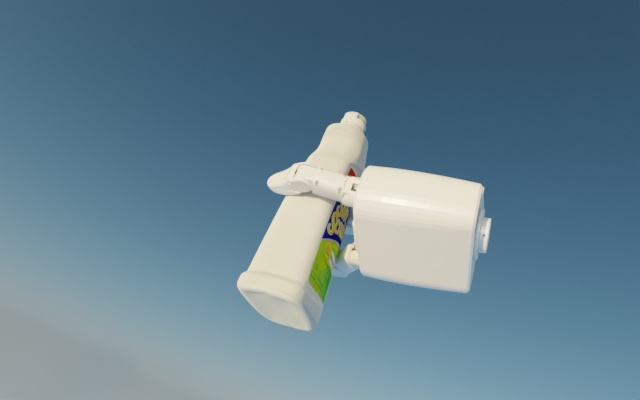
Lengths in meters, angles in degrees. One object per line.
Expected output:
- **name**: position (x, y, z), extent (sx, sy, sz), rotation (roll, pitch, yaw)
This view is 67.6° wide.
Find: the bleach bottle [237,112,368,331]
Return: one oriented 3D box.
- **bleach bottle**: position (0.000, 0.002, 0.507), extent (0.068, 0.250, 0.103), rotation (10, -30, 20)
